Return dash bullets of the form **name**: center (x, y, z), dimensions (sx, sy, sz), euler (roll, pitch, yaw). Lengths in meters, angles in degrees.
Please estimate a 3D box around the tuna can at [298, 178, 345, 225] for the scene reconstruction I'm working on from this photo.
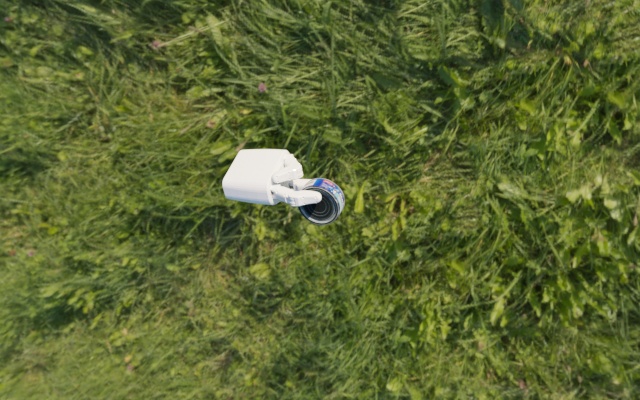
- **tuna can**: center (0.000, 0.003, 0.895), dimensions (0.086, 0.086, 0.033), euler (0, 30, 22)
